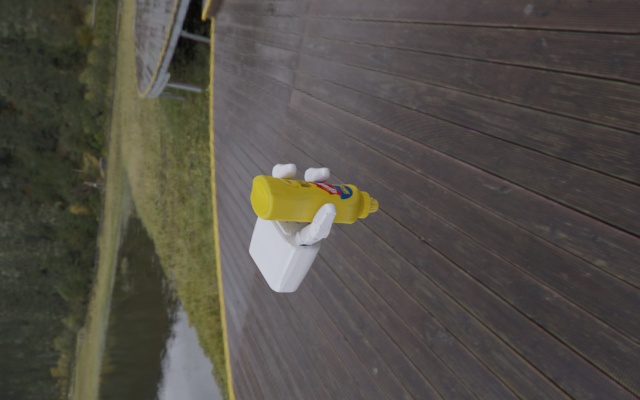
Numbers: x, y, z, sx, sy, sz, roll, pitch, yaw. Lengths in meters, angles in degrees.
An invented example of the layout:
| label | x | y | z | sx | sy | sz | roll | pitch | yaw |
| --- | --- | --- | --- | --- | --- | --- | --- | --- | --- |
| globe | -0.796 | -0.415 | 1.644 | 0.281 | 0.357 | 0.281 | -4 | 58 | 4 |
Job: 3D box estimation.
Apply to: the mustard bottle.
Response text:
| label | x | y | z | sx | sy | sz | roll | pitch | yaw |
| --- | --- | --- | --- | --- | --- | --- | --- | --- | --- |
| mustard bottle | 0.000 | 0.002 | 0.706 | 0.191 | 0.058 | 0.096 | 5 | 14 | -25 |
